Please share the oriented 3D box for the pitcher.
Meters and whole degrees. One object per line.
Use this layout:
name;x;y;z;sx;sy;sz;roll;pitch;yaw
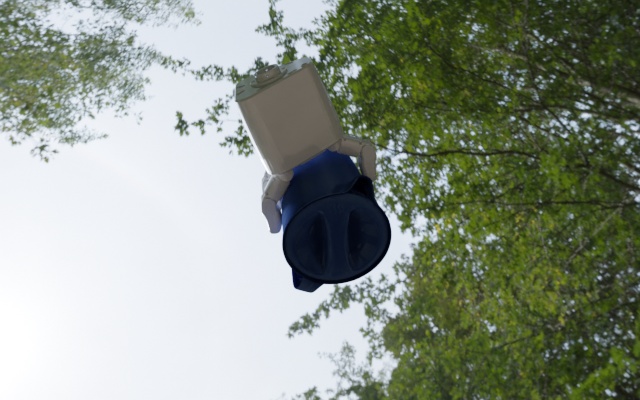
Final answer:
pitcher;0.000;0.002;0.673;0.149;0.145;0.242;-23;30;4
